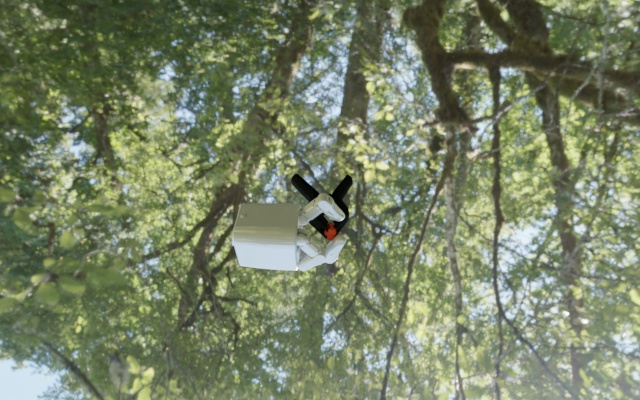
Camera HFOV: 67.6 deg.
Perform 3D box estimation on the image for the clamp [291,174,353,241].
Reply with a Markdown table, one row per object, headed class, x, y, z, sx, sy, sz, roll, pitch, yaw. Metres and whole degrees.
| class | x | y | z | sx | sy | sz | roll | pitch | yaw |
| --- | --- | --- | --- | --- | --- | --- | --- | --- | --- |
| clamp | 0.000 | 0.003 | 0.886 | 0.120 | 0.039 | 0.171 | 2 | 38 | 2 |
